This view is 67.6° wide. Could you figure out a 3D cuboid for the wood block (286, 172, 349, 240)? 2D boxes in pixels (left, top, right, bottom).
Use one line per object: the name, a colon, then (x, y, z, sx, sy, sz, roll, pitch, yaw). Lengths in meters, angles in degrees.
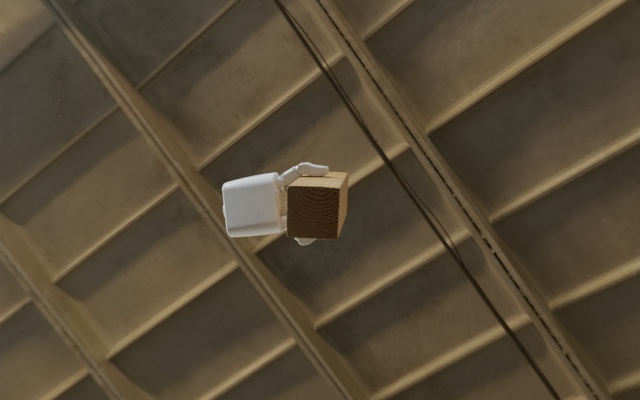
wood block: (0.000, 0.003, 0.890, 0.090, 0.091, 0.206, 3, 11, 7)
